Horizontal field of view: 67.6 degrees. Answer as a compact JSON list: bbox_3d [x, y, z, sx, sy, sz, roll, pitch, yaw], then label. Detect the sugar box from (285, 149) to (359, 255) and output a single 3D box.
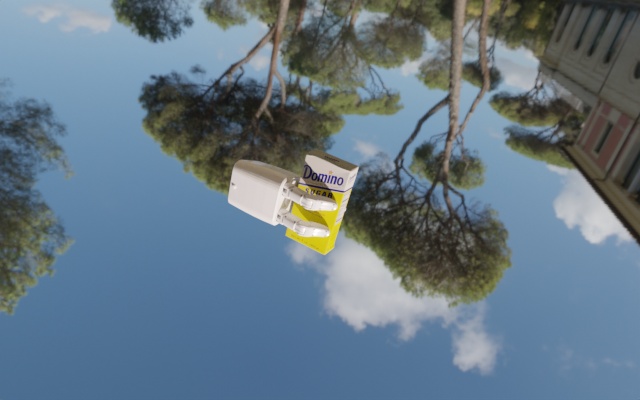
[{"bbox_3d":[0.000,0.003,0.886,0.093,0.176,0.048,24,28,19],"label":"sugar box"}]
